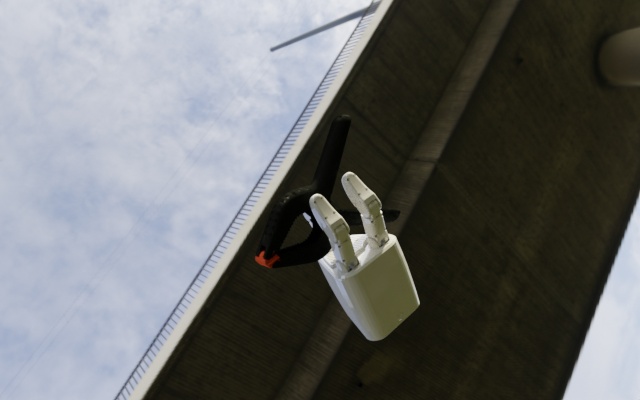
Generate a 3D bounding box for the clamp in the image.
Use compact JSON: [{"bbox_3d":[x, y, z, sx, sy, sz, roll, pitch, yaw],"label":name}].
[{"bbox_3d":[-0.001,0.002,0.594,0.210,0.164,0.036,-34,19,-27],"label":"clamp"}]
